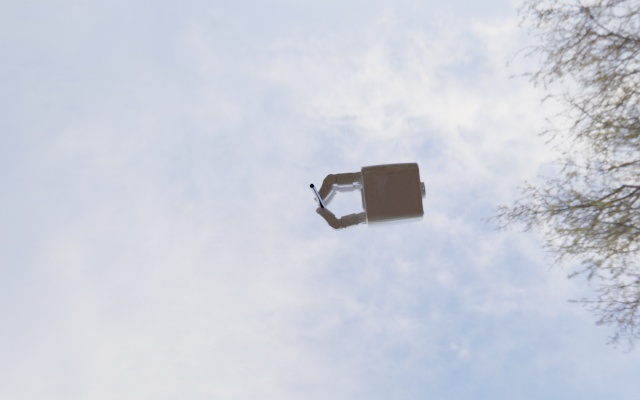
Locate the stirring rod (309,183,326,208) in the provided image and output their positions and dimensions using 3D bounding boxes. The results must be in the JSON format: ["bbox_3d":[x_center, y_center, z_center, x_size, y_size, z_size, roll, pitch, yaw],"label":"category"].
[{"bbox_3d":[0.000,0.003,0.864,0.011,0.011,0.239,0,-12,7],"label":"stirring rod"}]
